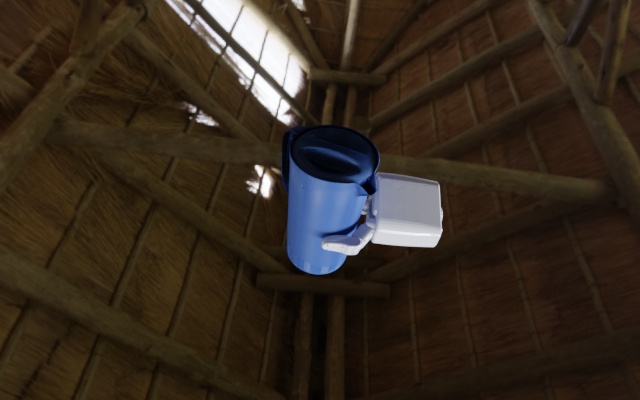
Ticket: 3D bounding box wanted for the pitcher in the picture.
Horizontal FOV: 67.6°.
[{"bbox_3d":[0.000,0.003,0.780,0.145,0.149,0.243,6,-45,-5],"label":"pitcher"}]
